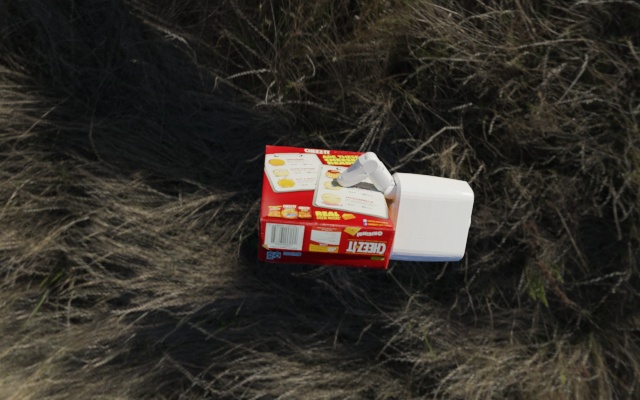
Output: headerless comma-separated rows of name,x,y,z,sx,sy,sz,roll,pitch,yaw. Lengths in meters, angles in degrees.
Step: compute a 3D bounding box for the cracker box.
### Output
cracker box,0.000,0.002,0.661,0.164,0.072,0.213,4,30,-7
